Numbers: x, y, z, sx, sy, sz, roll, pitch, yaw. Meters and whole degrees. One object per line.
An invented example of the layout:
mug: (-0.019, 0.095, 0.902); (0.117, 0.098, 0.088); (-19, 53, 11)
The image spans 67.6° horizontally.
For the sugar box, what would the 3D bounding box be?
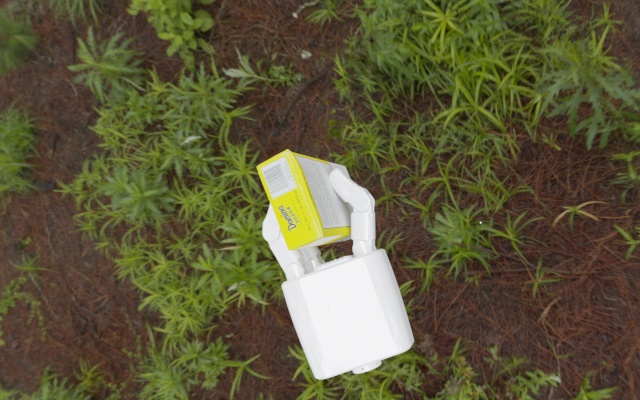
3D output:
sugar box: (0.000, 0.002, 0.536); (0.048, 0.093, 0.176); (-24, -10, 16)
